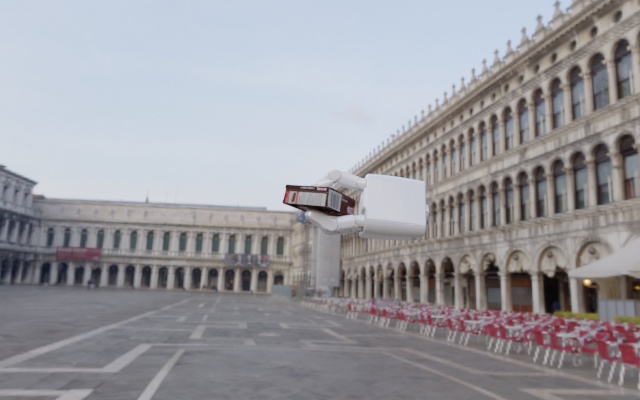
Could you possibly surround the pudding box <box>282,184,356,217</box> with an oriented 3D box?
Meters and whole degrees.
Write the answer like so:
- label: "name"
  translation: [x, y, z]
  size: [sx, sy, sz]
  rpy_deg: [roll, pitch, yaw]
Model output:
- label: "pudding box"
  translation: [0.000, 0.003, 0.848]
  size: [0.090, 0.039, 0.113]
  rpy_deg: [3, -12, 28]
